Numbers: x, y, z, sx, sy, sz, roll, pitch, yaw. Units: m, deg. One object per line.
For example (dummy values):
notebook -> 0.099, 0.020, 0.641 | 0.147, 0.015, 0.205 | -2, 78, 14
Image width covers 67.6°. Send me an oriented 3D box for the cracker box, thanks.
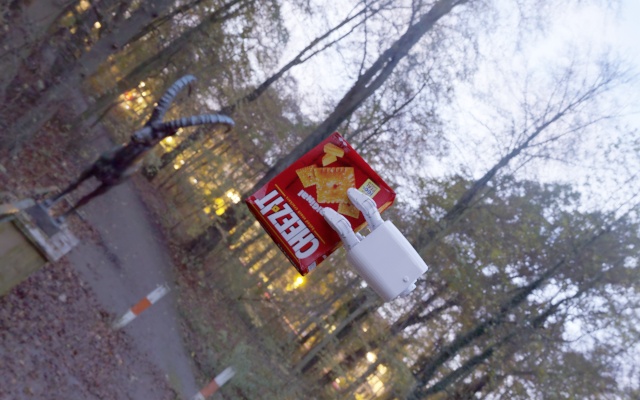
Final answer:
cracker box -> 0.000, 0.003, 0.850 | 0.213, 0.164, 0.072 | -38, -15, -11
